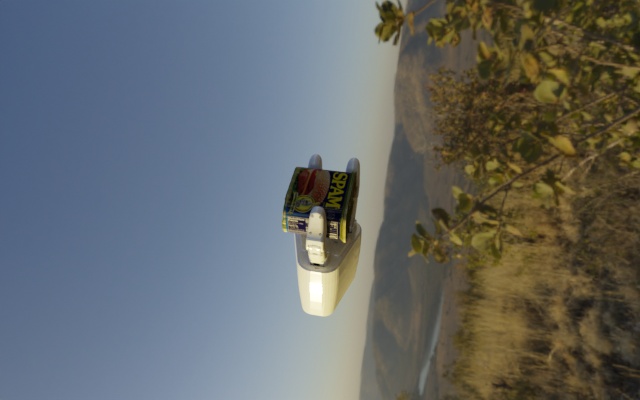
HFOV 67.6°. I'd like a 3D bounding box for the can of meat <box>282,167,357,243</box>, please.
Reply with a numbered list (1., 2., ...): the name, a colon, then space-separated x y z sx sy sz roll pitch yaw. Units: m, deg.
1. can of meat: 0.000 0.002 0.639 0.084 0.057 0.102 7 45 9
